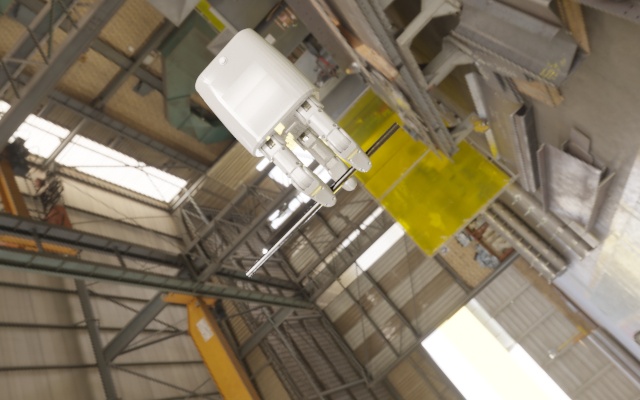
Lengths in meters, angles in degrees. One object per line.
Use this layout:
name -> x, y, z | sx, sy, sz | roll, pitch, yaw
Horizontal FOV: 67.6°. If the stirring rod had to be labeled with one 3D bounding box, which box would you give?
stirring rod -> 0.000, 0.002, 0.536 | 0.011, 0.239, 0.011 | 44, 8, -8
